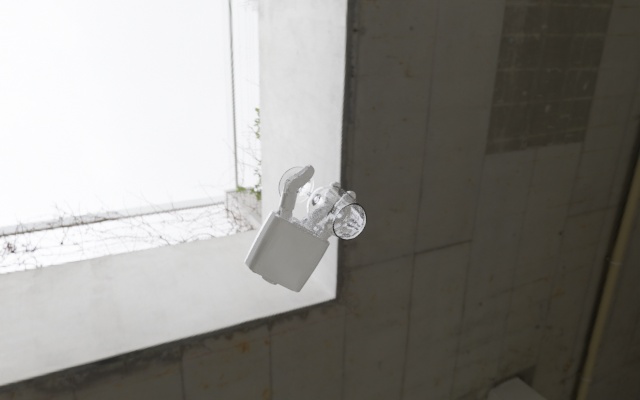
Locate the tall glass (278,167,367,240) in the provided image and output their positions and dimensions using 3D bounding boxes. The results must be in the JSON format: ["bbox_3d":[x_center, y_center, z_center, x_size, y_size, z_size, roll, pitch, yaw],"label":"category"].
[{"bbox_3d":[0.000,0.002,0.824,0.079,0.079,0.201,0,18,-30],"label":"tall glass"}]
